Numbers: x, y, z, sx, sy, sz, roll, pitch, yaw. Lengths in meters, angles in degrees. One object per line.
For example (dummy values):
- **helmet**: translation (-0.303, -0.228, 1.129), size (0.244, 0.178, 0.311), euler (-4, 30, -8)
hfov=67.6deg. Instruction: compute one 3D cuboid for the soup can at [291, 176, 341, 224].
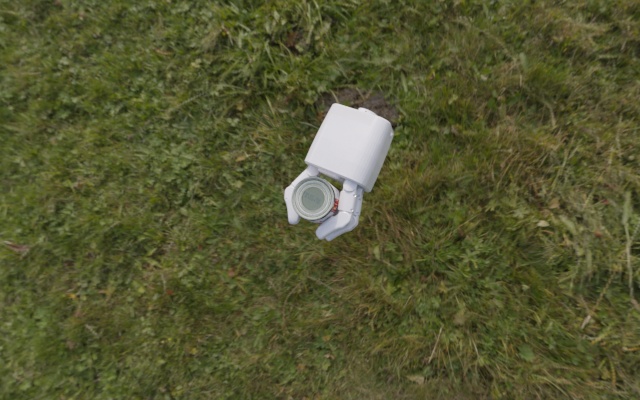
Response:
- **soup can**: translation (0.000, 0.003, 0.748), size (0.068, 0.068, 0.102), euler (0, -6, 13)
